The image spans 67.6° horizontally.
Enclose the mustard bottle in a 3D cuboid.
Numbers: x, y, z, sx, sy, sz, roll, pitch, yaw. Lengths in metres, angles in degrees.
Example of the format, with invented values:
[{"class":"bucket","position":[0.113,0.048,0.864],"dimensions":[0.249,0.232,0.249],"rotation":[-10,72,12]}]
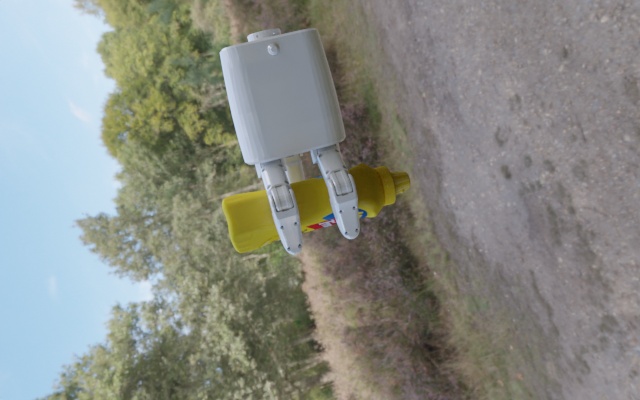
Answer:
[{"class":"mustard bottle","position":[0.000,0.002,0.492],"dimensions":[0.191,0.058,0.096],"rotation":[-15,-9,-8]}]
